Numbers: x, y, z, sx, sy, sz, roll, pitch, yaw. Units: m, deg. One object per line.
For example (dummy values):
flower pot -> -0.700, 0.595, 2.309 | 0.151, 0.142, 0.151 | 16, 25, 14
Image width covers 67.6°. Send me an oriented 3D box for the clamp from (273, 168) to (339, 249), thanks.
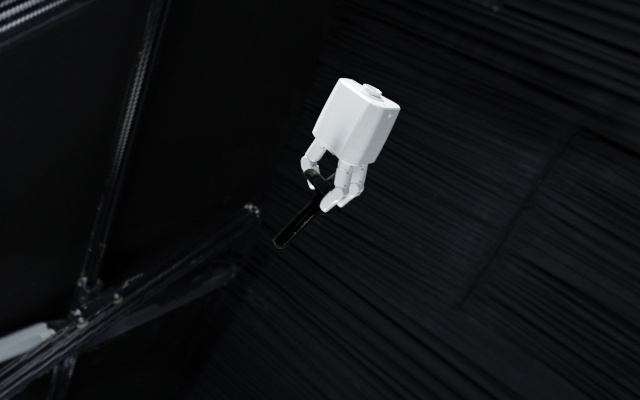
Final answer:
clamp -> 0.000, 0.002, 0.864 | 0.036, 0.165, 0.210 | 39, 27, 19
